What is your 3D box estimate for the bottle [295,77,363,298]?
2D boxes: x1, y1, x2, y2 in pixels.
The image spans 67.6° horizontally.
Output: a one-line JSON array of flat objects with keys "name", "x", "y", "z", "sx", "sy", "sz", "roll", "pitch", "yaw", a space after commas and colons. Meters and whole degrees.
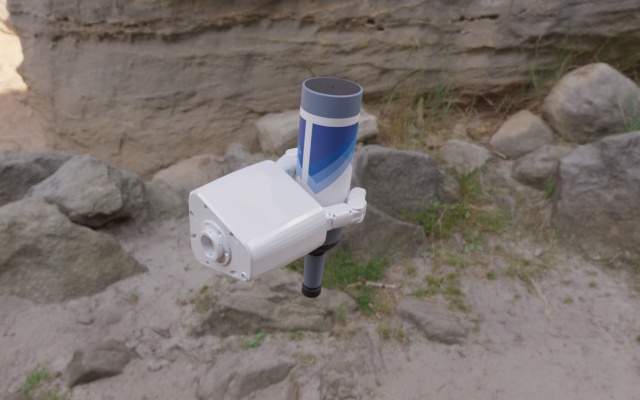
[{"name": "bottle", "x": 0.000, "y": 0.002, "z": 0.593, "sx": 0.069, "sy": 0.296, "sz": 0.069, "roll": 4, "pitch": 31, "yaw": -3}]
